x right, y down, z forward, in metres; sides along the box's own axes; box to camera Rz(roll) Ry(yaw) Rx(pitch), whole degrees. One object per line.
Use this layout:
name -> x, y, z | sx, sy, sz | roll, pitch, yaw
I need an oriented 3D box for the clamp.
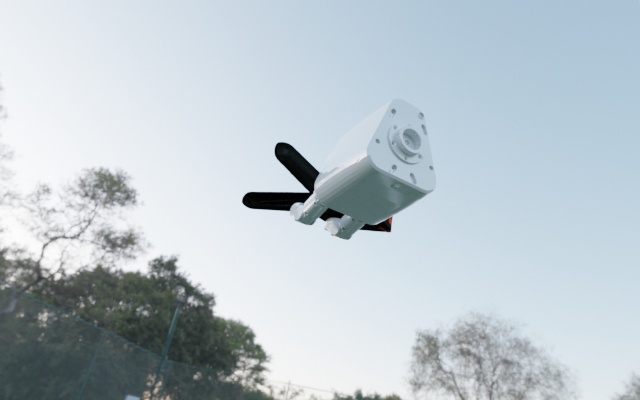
clamp -> 0.001, 0.002, 0.655 | 0.210, 0.036, 0.164 | 23, -30, -21
